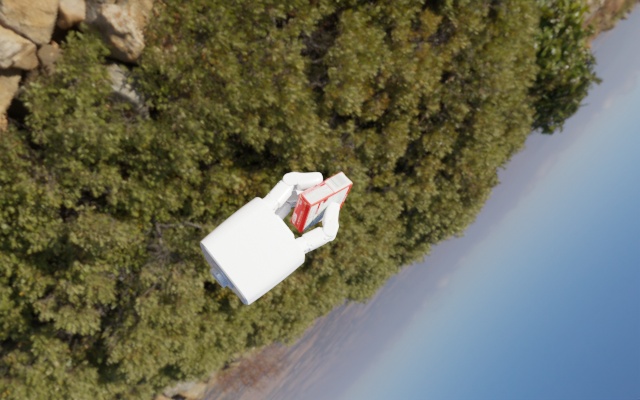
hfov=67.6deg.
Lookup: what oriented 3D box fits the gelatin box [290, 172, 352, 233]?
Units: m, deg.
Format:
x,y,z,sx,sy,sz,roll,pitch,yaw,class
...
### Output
x,y,z,sx,sy,sz,roll,pitch,yaw,class
0.001,0.003,0.738,0.089,0.030,0.073,-29,-23,-31,gelatin box
